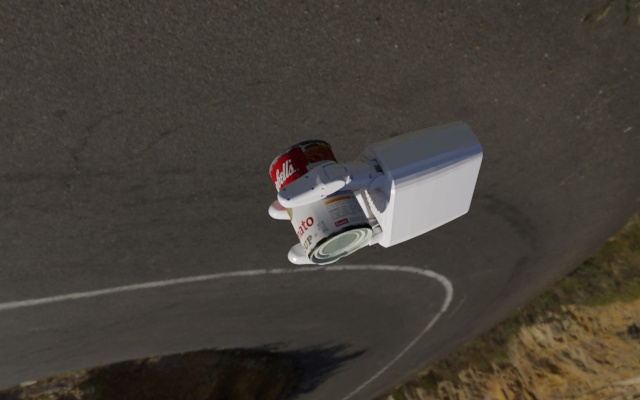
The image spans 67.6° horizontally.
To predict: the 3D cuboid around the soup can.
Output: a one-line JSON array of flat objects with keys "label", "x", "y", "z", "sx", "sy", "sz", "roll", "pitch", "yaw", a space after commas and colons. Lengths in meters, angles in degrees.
[{"label": "soup can", "x": 0.000, "y": 0.002, "z": 0.463, "sx": 0.068, "sy": 0.102, "sz": 0.068, "roll": -21, "pitch": -25, "yaw": -10}]
